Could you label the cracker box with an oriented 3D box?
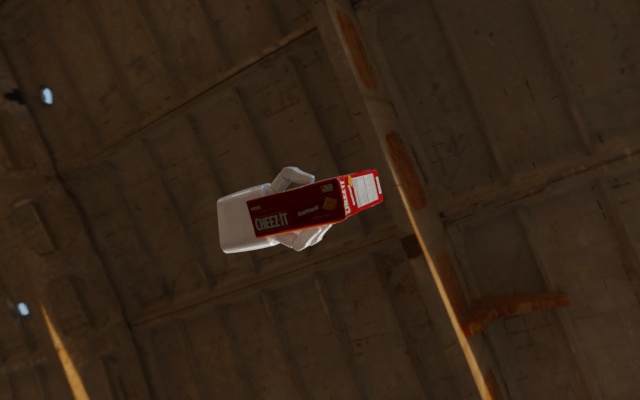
[{"bbox_3d":[0.000,0.003,0.828,0.164,0.072,0.213,-14,2,24],"label":"cracker box"}]
